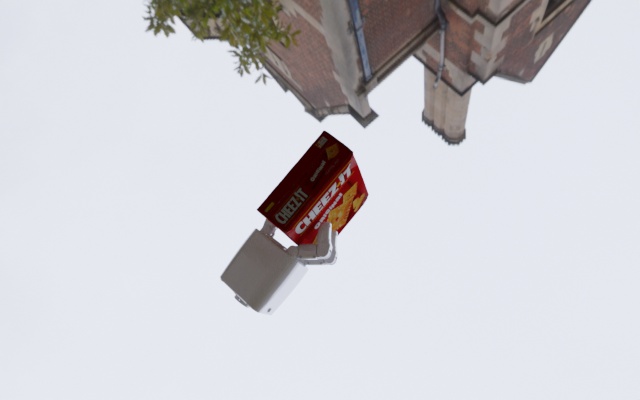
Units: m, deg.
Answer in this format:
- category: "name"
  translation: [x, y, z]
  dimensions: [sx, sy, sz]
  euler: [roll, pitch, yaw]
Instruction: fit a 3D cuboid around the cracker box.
- category: "cracker box"
  translation: [0.000, 0.003, 0.815]
  dimensions: [0.072, 0.164, 0.214]
  euler: [37, -6, 20]
